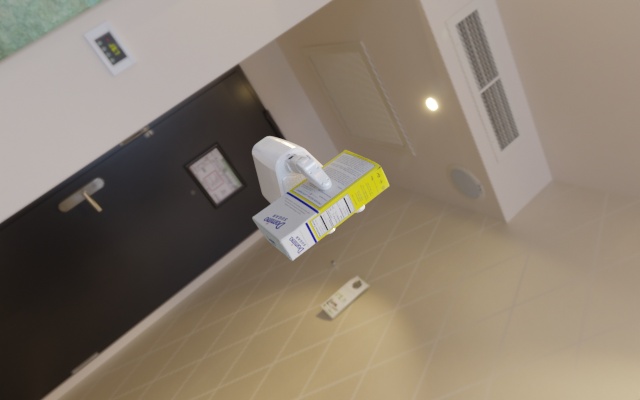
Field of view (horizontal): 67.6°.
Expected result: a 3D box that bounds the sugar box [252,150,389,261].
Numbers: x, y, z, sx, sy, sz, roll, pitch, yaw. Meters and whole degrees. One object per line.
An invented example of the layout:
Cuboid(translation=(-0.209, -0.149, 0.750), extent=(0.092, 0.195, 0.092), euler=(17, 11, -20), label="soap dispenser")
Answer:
Cuboid(translation=(0.000, 0.003, 0.672), extent=(0.176, 0.048, 0.093), euler=(-38, 34, -14), label="sugar box")
